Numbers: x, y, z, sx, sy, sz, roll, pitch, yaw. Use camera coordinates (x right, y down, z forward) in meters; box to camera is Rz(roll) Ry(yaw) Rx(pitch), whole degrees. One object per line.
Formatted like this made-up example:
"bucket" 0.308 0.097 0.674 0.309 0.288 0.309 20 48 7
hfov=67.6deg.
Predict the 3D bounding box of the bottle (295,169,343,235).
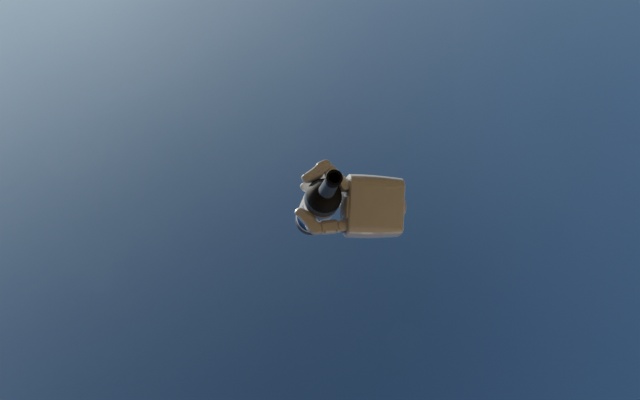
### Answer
"bottle" 0.000 0.003 0.894 0.069 0.069 0.296 0 -16 -9
